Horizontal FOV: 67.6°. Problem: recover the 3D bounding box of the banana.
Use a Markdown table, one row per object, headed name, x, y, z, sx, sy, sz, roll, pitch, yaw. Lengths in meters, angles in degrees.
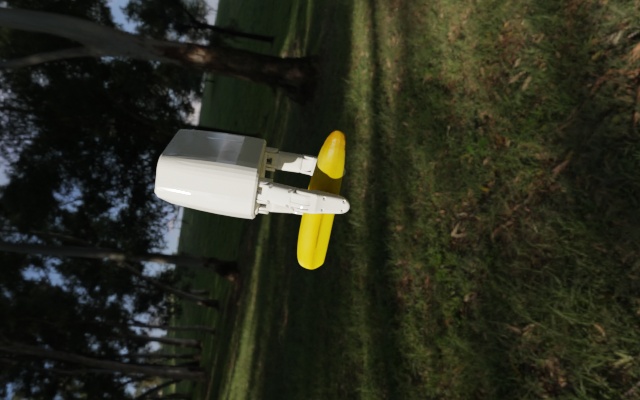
| name | x | y | z | sx | sy | sz | roll | pitch | yaw |
| --- | --- | --- | --- | --- | --- | --- | --- | --- | --- |
| banana | -0.002 | 0.015 | 0.564 | 0.037 | 0.198 | 0.069 | 10 | 35 | -1 |
